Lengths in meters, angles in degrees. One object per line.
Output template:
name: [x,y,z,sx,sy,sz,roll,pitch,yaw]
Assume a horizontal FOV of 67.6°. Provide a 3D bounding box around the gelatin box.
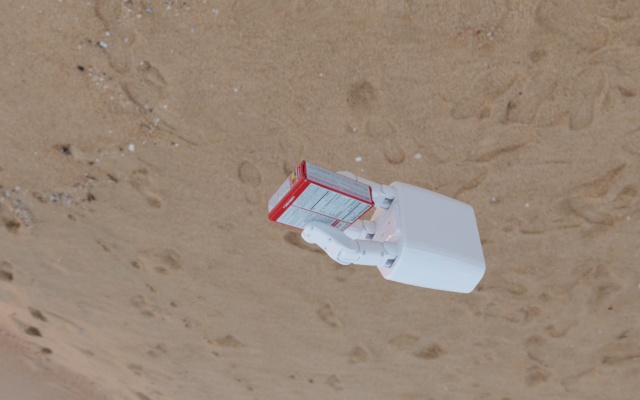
gelatin box: [0.000,0.002,0.502,0.089,0.030,0.073,18,-44,-29]
